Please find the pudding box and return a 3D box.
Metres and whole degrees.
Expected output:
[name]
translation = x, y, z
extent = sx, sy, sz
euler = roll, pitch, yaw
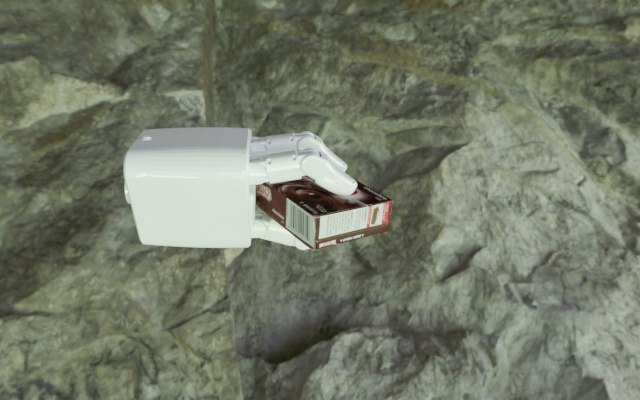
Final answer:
[pudding box]
translation = 0.000, 0.002, 0.469
extent = 0.090, 0.039, 0.113
euler = -12, 30, -32
